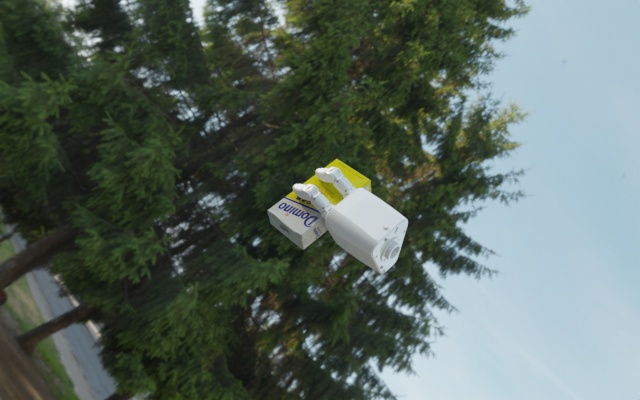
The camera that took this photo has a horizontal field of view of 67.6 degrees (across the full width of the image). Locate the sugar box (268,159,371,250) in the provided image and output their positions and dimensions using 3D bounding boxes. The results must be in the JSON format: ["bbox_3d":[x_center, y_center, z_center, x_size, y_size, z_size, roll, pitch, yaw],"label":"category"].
[{"bbox_3d":[0.000,0.002,0.871,0.176,0.048,0.093,-37,53,-26],"label":"sugar box"}]
